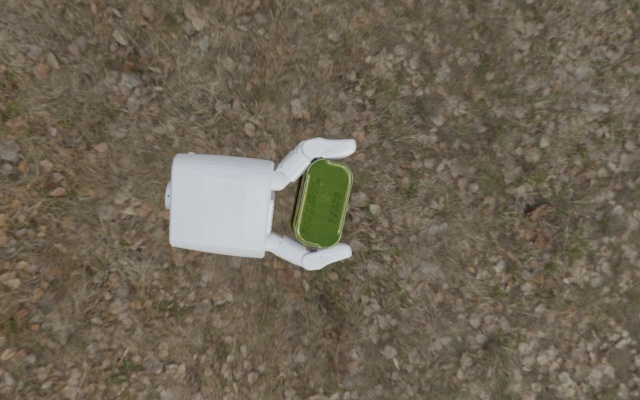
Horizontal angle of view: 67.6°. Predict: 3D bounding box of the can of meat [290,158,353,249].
[{"bbox_3d":[0.000,0.002,0.553,0.057,0.102,0.084,11,2,-5],"label":"can of meat"}]
